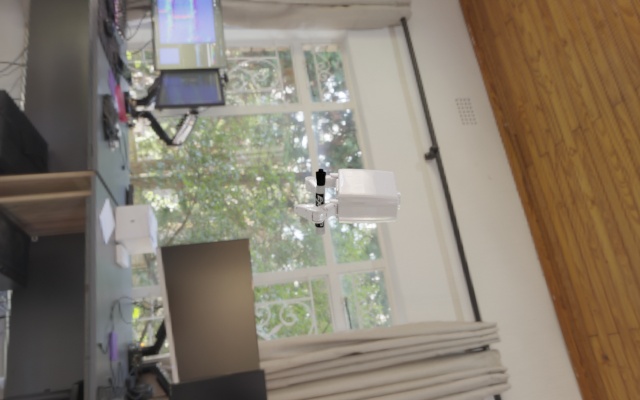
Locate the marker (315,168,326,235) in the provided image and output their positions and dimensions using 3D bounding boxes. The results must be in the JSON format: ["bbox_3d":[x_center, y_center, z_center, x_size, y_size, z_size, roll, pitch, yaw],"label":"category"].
[{"bbox_3d":[0.000,0.003,0.838,0.020,0.121,0.020,1,21,0],"label":"marker"}]
